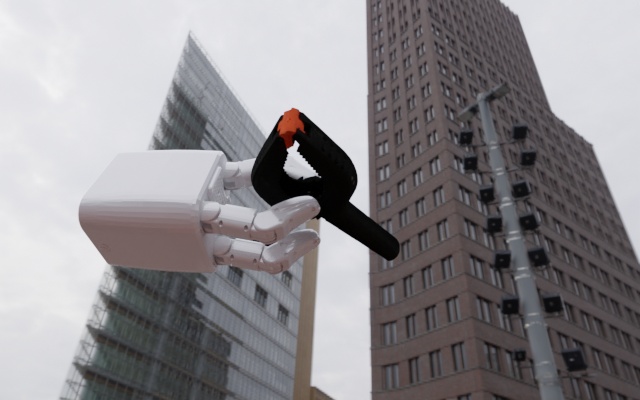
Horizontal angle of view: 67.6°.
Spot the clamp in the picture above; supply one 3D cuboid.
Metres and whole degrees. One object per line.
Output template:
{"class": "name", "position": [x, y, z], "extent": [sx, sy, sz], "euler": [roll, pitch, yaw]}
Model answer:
{"class": "clamp", "position": [0.000, 0.000, 0.450], "extent": [0.164, 0.036, 0.210], "euler": [2, -37, 3]}
